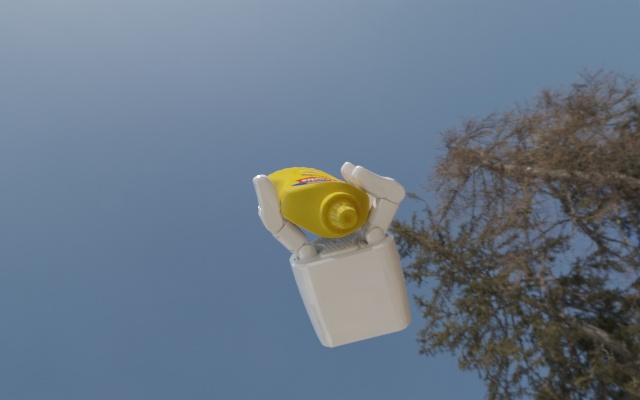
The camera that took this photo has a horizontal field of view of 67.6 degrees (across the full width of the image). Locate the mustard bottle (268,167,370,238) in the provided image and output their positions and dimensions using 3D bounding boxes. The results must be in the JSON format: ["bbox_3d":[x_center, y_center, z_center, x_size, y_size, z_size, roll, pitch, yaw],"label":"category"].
[{"bbox_3d":[0.000,0.001,0.524,0.096,0.058,0.191,5,8,-17],"label":"mustard bottle"}]
